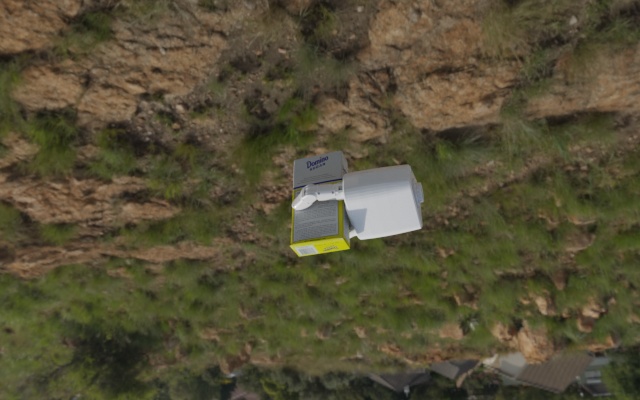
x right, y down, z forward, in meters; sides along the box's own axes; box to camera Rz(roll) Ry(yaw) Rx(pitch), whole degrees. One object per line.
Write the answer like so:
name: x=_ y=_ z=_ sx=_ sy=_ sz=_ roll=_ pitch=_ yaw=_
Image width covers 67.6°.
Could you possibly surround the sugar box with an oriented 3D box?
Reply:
sugar box: x=0.000 y=0.003 z=0.815 sx=0.093 sy=0.176 sz=0.048 roll=-10 pitch=-36 yaw=17
